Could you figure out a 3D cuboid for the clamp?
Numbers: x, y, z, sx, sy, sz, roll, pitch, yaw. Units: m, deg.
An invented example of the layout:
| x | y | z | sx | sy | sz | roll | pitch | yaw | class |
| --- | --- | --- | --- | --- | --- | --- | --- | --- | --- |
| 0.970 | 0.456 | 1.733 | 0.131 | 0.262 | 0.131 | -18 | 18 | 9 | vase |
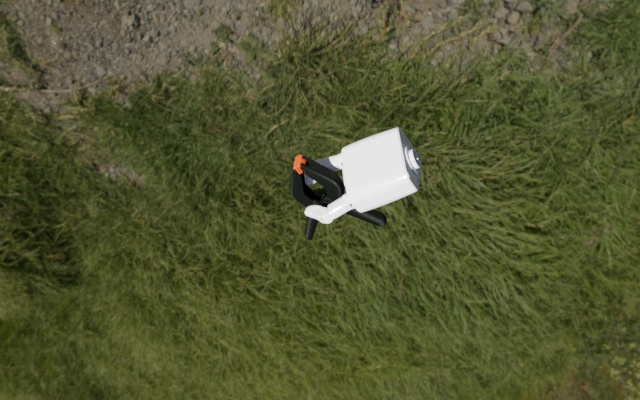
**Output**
| x | y | z | sx | sy | sz | roll | pitch | yaw | class |
| --- | --- | --- | --- | --- | --- | --- | --- | --- | --- |
| 0.000 | 0.003 | 0.847 | 0.164 | 0.036 | 0.210 | -20 | -47 | 28 | clamp |
